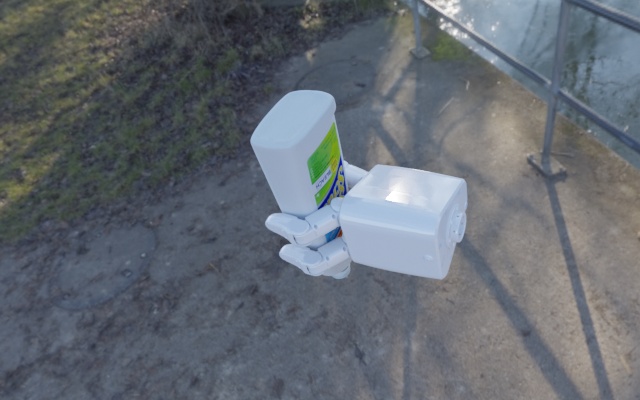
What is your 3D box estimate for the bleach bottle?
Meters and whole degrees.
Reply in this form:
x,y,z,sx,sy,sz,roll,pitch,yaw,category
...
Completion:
x,y,z,sx,sy,sz,roll,pitch,yaw,category
0.000,0.002,0.571,0.068,0.251,0.102,12,51,30,bleach bottle
